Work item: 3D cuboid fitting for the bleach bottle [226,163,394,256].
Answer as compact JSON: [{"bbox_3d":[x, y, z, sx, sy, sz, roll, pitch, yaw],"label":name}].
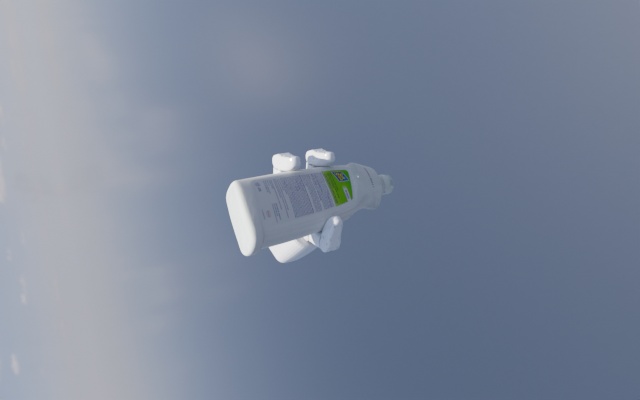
[{"bbox_3d":[0.000,0.002,0.684,0.251,0.102,0.068,-11,-18,-28],"label":"bleach bottle"}]
